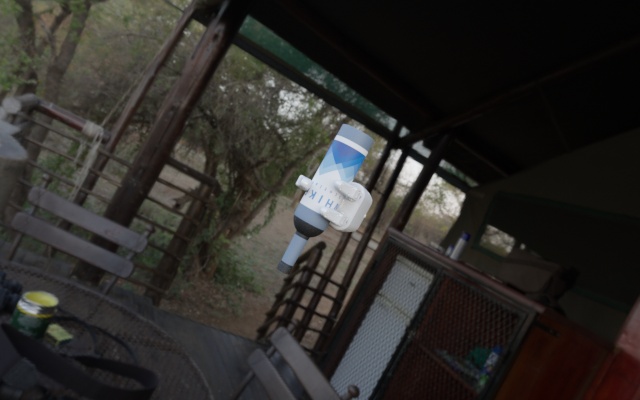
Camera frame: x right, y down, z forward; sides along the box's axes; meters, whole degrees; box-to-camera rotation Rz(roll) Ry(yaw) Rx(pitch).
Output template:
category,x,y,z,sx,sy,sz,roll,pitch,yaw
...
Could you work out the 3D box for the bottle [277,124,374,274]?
category,x,y,z,sx,sy,sz,roll,pitch,yaw
bottle,0.000,0.003,0.891,0.069,0.296,0.069,29,1,-1
